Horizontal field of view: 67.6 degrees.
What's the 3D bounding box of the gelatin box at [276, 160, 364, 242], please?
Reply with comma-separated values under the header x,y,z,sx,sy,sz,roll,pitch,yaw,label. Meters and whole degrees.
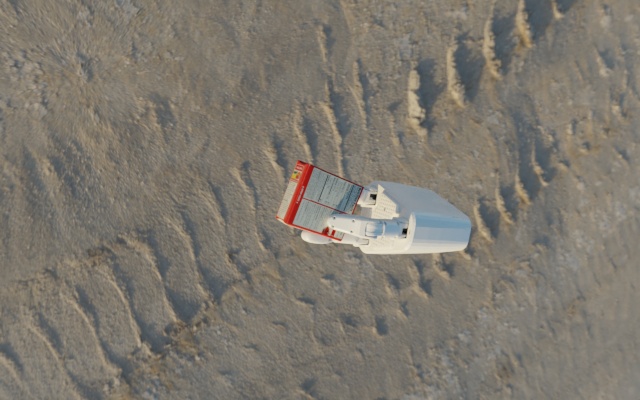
x,y,z,sx,sy,sz,roll,pitch,yaw,label
0.000,0.002,0.564,0.089,0.073,0.030,20,2,-36,gelatin box
